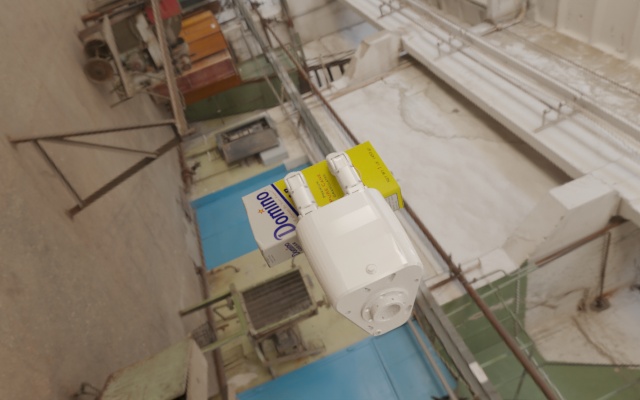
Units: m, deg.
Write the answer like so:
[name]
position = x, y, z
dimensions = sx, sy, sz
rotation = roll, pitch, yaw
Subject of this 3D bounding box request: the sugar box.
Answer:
[sugar box]
position = 0.000, 0.002, 0.578
dimensions = 0.176, 0.093, 0.048
rotation = -23, -41, -4
